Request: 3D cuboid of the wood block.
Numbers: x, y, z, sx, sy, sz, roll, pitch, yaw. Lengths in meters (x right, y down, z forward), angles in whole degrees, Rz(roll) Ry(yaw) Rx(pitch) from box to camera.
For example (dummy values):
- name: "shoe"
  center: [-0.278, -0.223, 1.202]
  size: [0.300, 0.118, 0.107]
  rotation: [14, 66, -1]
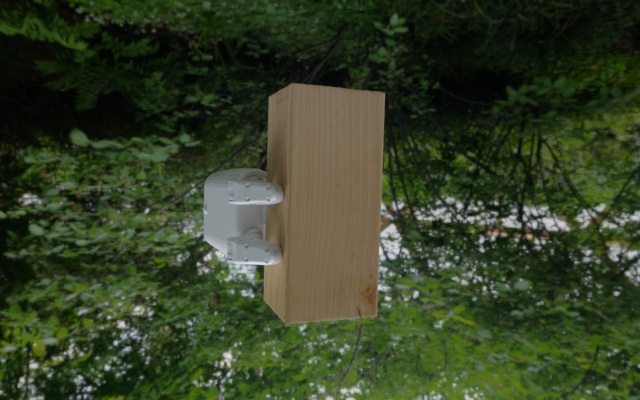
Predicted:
- name: "wood block"
  center: [0.000, 0.002, 0.460]
  size: [0.091, 0.206, 0.090]
  rotation: [0, 3, -20]
